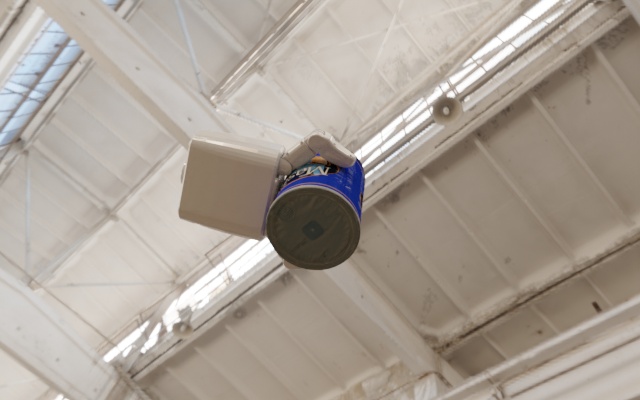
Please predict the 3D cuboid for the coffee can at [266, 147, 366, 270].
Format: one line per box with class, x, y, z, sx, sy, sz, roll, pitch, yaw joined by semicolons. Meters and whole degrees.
coffee can;0.000;0.002;0.571;0.103;0.103;0.140;0;26;8
